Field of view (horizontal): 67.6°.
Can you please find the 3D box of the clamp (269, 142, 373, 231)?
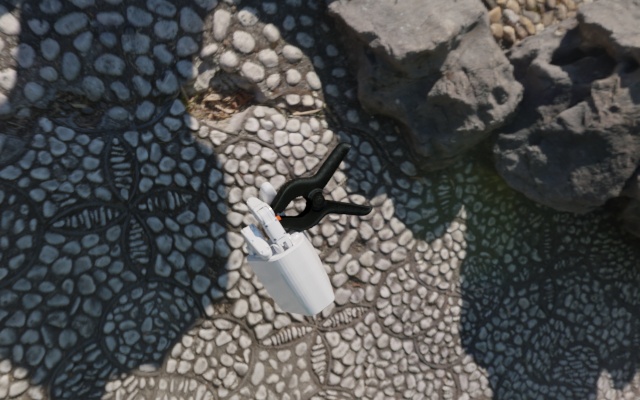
[{"bbox_3d":[0.000,0.002,0.719,0.171,0.120,0.039,-33,12,-13],"label":"clamp"}]
